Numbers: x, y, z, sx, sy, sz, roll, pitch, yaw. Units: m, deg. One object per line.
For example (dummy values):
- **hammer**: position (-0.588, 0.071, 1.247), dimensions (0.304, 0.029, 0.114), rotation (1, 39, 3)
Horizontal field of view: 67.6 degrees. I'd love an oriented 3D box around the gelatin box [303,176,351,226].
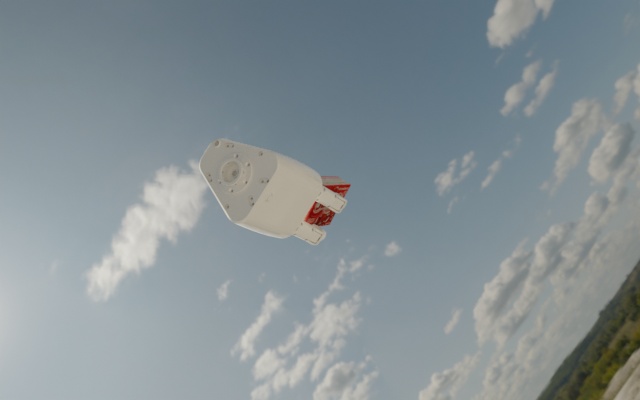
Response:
- **gelatin box**: position (0.000, 0.002, 0.695), dimensions (0.030, 0.073, 0.089), rotation (34, 18, 23)
